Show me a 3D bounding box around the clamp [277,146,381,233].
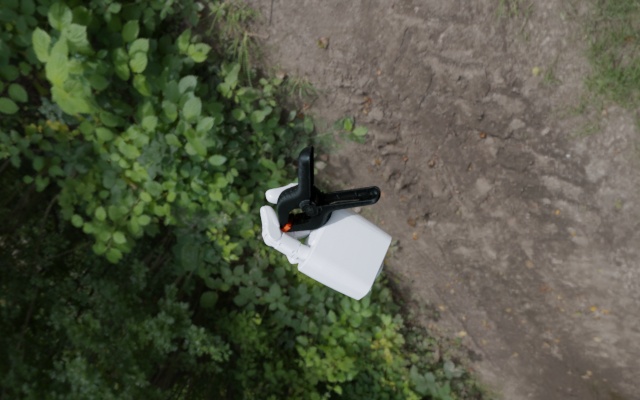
[{"bbox_3d":[0.000,0.003,0.658,0.120,0.039,0.171,29,-38,-7],"label":"clamp"}]
